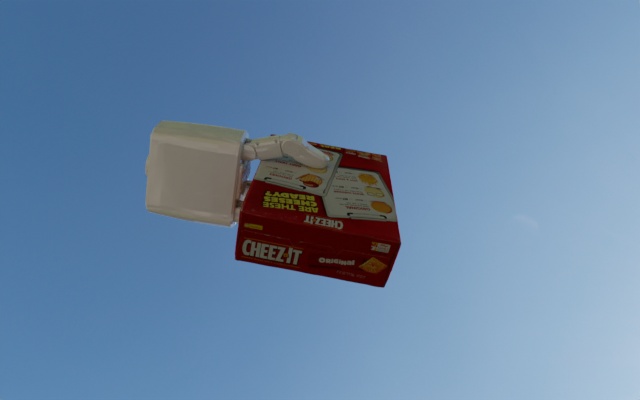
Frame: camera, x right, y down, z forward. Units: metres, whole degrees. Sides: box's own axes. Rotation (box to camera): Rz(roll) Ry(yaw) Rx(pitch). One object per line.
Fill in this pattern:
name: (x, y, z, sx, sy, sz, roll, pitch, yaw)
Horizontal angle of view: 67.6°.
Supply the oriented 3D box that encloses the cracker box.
cracker box: (0.000, 0.002, 0.572, 0.164, 0.072, 0.213, 11, 29, -2)
